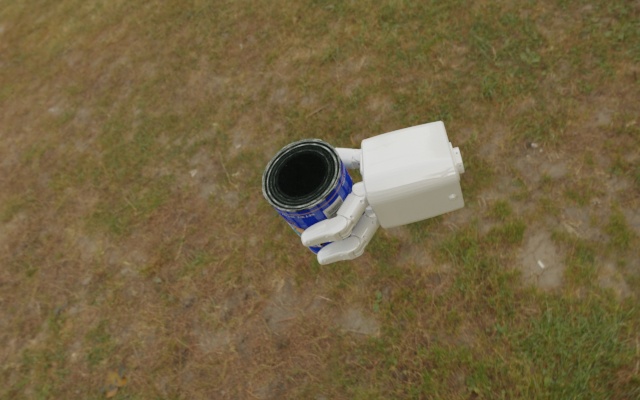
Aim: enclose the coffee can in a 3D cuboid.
[{"bbox_3d":[0.000,0.002,0.622,0.103,0.102,0.140,0,-29,23],"label":"coffee can"}]
